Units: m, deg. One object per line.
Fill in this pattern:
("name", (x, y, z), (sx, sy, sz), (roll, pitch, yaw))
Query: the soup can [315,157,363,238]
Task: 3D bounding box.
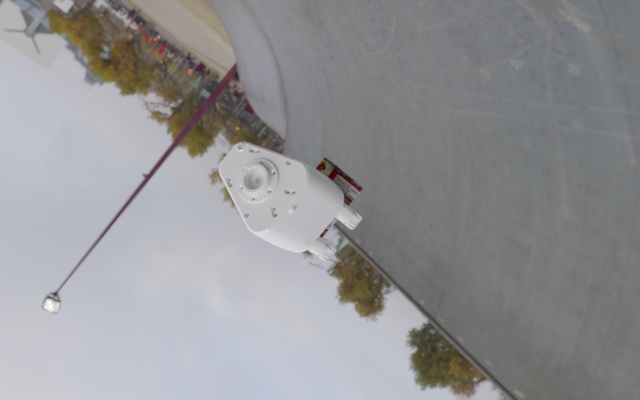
("soup can", (0.000, 0.002, 0.646), (0.068, 0.102, 0.068), (39, 2, -2))
